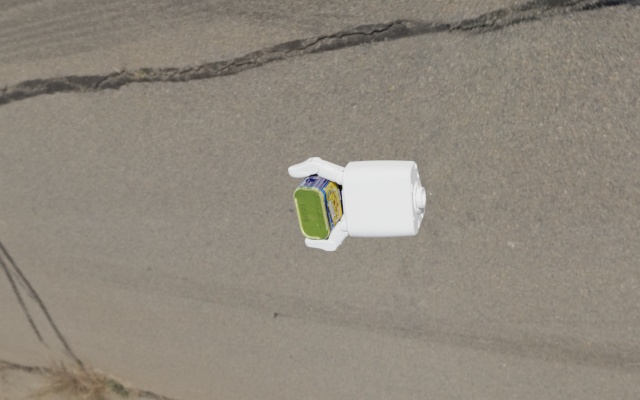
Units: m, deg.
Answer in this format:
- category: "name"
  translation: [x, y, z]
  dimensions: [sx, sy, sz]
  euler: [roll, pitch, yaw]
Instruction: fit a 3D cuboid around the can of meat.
- category: "can of meat"
  translation: [0.000, 0.003, 0.788]
  dimensions: [0.057, 0.102, 0.084]
  euler: [2, 30, 23]
